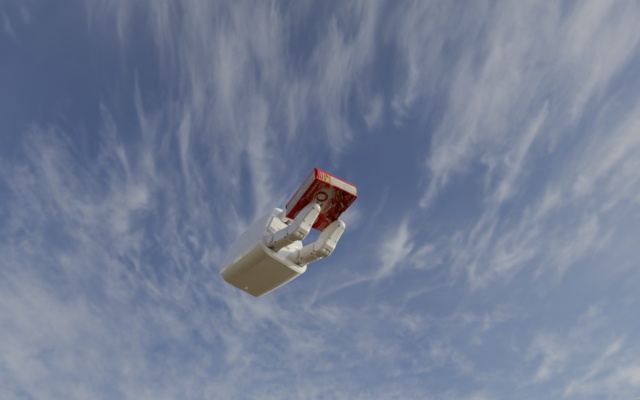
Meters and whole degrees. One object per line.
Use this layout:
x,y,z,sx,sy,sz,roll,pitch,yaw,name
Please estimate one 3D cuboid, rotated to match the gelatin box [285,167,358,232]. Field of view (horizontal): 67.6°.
0.000,0.002,0.712,0.073,0.089,0.030,24,34,-24,gelatin box
